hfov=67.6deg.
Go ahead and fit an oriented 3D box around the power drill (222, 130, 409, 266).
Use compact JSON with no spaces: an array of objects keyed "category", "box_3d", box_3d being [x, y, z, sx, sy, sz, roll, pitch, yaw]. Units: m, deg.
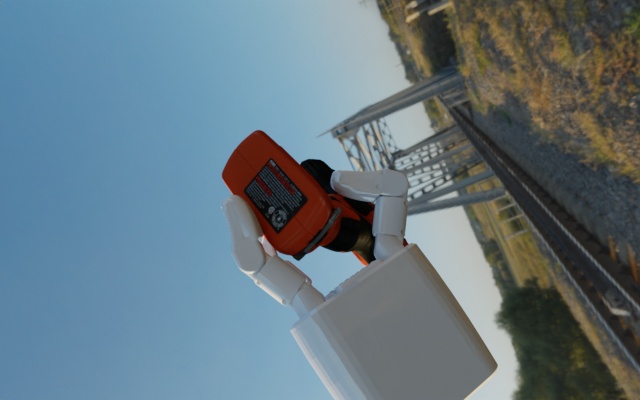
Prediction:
[{"category":"power drill","box_3d":[0.000,0.002,0.438,0.184,0.057,0.188,45,13,32]}]
